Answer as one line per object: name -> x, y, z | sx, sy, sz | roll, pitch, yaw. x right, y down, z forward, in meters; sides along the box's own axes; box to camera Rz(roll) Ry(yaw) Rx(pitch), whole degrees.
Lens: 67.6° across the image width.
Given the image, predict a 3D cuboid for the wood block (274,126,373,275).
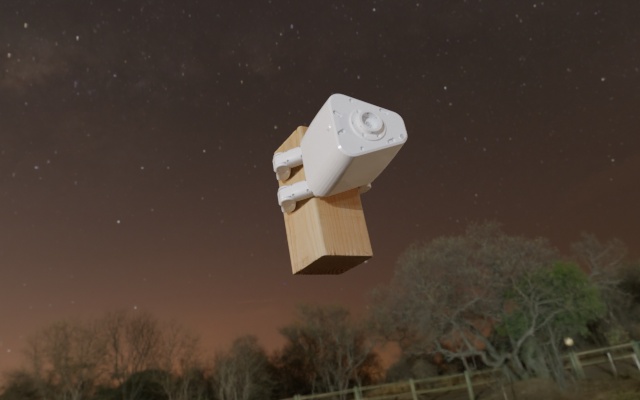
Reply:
wood block -> 0.001, 0.002, 0.732 | 0.091, 0.206, 0.090 | 6, -28, -33
